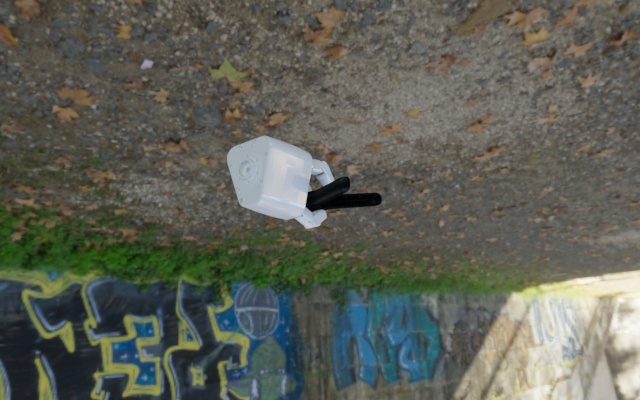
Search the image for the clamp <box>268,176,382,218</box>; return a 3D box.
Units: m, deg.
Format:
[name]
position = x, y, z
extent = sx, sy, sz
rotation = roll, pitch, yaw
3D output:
[clamp]
position = 0.000, 0.004, 0.875
extent = 0.210, 0.036, 0.164
rotation = -14, -17, 31
